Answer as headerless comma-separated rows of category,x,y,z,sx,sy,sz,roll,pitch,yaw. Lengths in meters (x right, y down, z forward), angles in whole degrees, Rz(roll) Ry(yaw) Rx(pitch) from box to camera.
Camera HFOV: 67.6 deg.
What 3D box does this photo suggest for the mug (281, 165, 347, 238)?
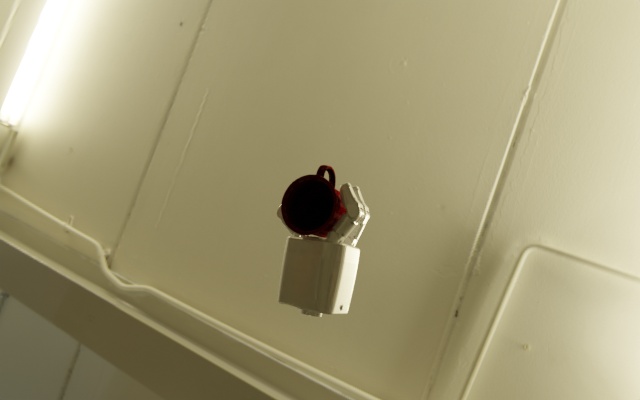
mug,0.000,0.001,0.750,0.093,0.117,0.081,7,-9,26
